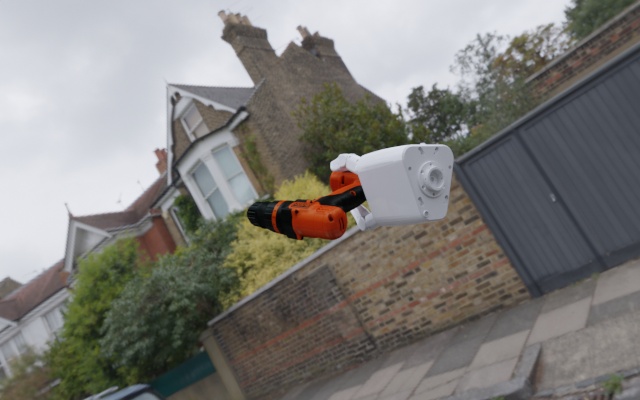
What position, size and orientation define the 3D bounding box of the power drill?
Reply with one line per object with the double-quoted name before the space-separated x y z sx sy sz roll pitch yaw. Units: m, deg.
"power drill" 0.001 0.002 0.756 0.184 0.057 0.187 7 28 39
